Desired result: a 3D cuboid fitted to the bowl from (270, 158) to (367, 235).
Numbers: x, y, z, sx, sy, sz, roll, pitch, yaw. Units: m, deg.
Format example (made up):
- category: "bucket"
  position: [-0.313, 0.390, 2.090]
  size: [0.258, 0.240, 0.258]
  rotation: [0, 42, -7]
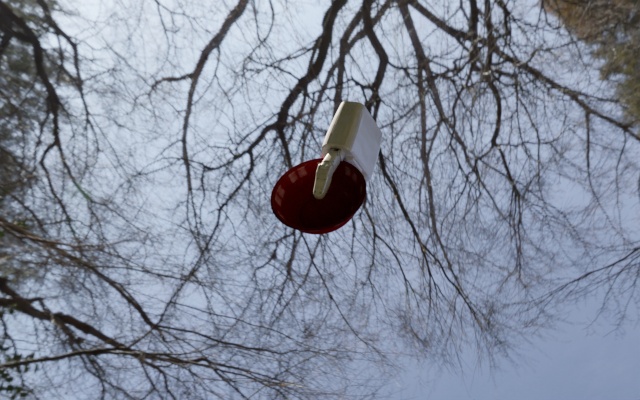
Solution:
- category: "bowl"
  position: [-0.001, 0.004, 0.806]
  size: [0.162, 0.162, 0.055]
  rotation: [0, -41, 14]
